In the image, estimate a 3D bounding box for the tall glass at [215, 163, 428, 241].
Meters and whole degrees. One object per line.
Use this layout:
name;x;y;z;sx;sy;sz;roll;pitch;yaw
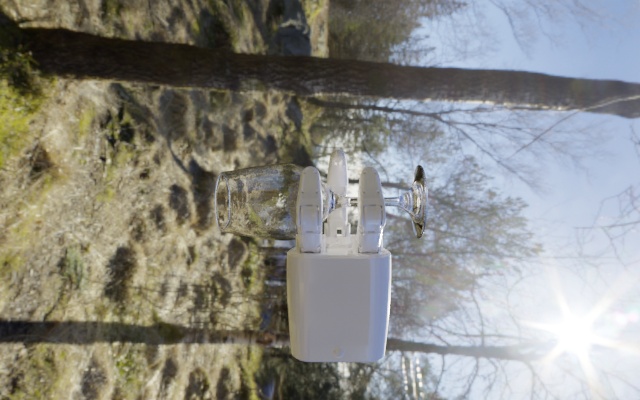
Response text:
tall glass;0.001;0.001;0.480;0.201;0.079;0.079;0;0;1
